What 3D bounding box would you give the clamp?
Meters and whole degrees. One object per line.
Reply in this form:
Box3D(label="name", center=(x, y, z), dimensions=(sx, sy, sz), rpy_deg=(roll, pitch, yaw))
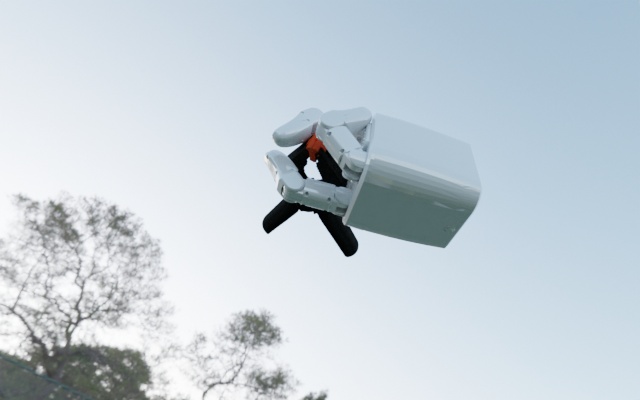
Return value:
Box3D(label="clamp", center=(0.000, 0.001, 0.530), dimensions=(0.120, 0.039, 0.172), rpy_deg=(16, -38, -1))
